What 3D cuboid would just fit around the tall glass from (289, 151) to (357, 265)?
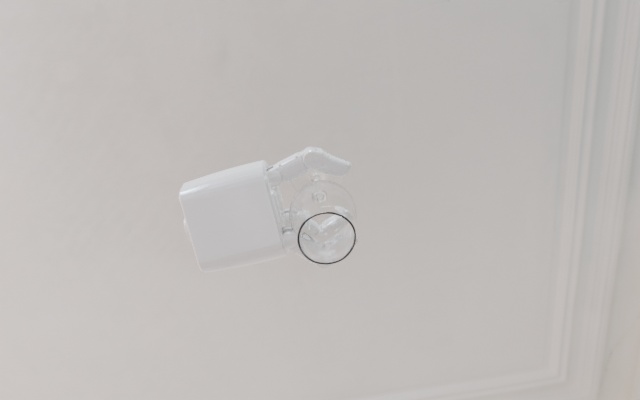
[{"bbox_3d":[0.000,0.002,0.587,0.079,0.079,0.201,0,23,-4],"label":"tall glass"}]
